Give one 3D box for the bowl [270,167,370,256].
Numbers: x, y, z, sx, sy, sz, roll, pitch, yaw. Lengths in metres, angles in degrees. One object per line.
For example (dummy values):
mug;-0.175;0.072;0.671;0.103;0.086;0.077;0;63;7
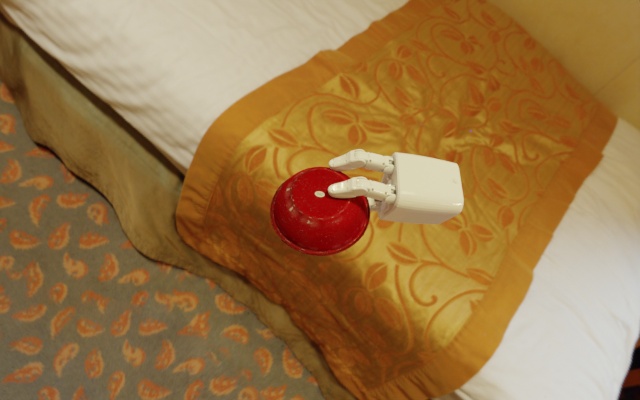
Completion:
bowl;-0.001;0.002;0.746;0.162;0.162;0.055;0;-32;-1
